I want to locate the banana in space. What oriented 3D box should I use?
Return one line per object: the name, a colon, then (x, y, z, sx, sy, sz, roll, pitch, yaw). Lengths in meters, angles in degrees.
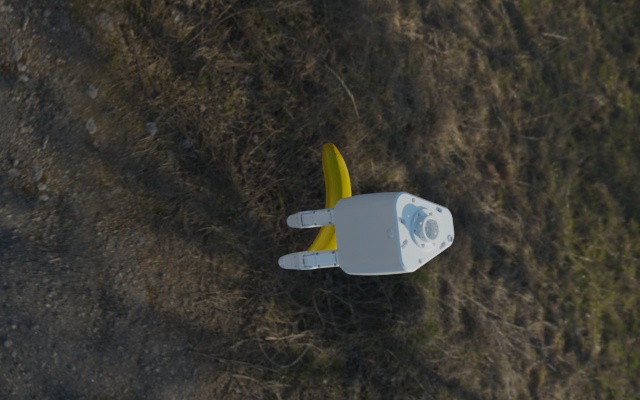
banana: (0.014, 0.012, 0.704, 0.070, 0.197, 0.037, 25, -21, -30)
